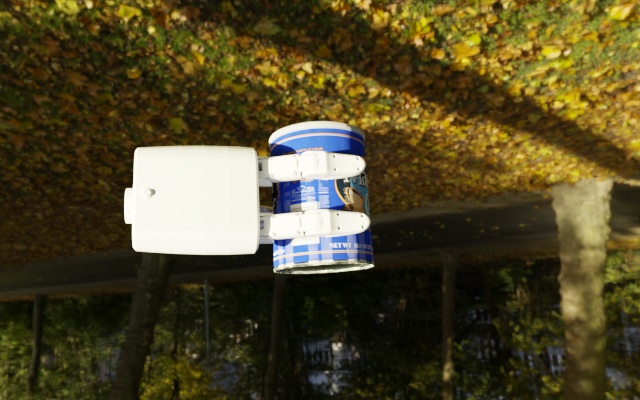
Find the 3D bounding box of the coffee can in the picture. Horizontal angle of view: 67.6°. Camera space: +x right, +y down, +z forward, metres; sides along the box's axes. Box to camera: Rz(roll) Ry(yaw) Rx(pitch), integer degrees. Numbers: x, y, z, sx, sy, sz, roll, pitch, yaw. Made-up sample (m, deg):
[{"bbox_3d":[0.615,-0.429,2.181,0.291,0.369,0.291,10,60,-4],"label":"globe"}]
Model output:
[{"bbox_3d":[0.000,0.002,0.500,0.103,0.140,0.103,-3,-13,-1],"label":"coffee can"}]
